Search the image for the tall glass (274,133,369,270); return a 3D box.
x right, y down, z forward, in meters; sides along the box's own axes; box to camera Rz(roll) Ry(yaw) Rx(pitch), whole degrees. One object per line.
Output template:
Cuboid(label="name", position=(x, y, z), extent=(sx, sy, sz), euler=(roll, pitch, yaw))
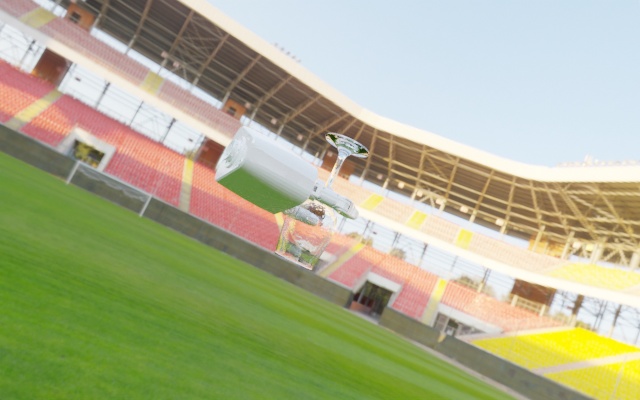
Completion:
Cuboid(label="tall glass", position=(0.001, 0.002, 0.728), extent=(0.079, 0.201, 0.079), euler=(24, -9, 4))
